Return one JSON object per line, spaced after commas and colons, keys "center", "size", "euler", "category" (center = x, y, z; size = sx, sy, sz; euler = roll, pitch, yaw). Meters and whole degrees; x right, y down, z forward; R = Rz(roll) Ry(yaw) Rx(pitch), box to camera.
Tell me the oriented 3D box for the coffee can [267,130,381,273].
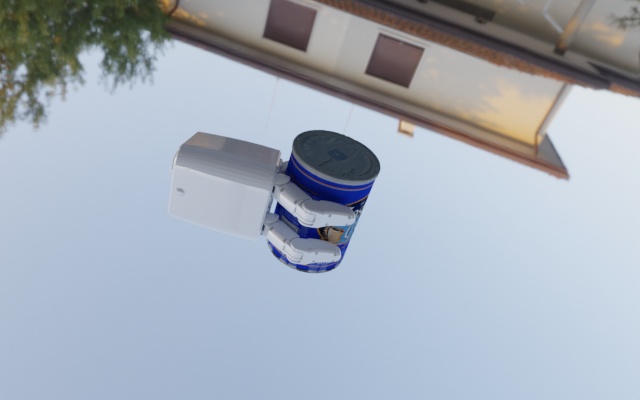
{"center": [0.000, 0.002, 0.571], "size": [0.103, 0.140, 0.102], "euler": [13, 35, -9], "category": "coffee can"}
